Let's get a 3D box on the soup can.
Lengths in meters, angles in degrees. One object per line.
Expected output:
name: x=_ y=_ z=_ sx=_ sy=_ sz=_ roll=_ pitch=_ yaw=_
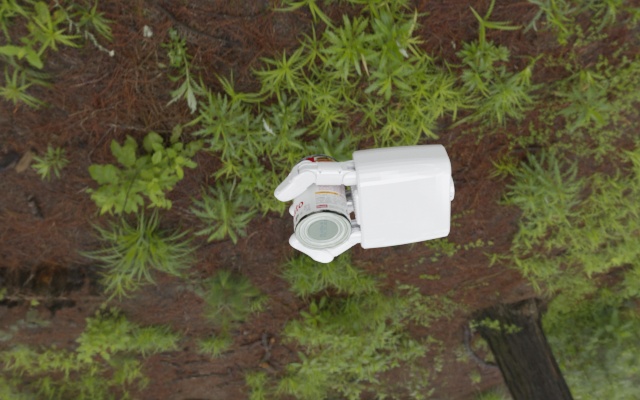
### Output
soup can: x=0.000 y=0.002 z=0.579 sx=0.068 sy=0.069 sz=0.102 roll=0 pitch=44 yaw=-6
